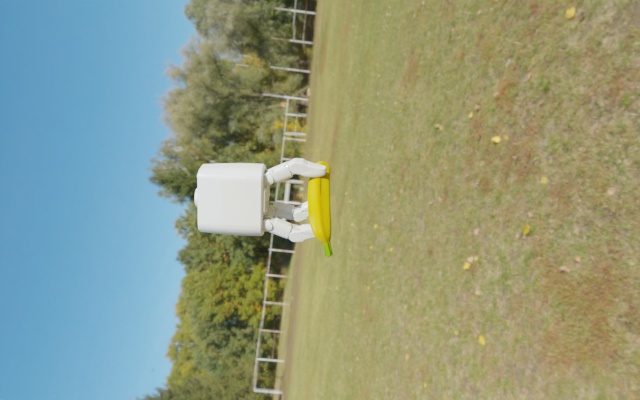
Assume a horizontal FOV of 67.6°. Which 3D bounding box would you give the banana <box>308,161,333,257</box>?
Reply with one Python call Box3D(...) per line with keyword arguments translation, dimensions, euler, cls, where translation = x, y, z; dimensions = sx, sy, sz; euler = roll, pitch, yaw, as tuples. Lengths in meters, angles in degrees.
Box3D(translation=(-0.001, -0.007, 0.787), dimensions=(0.037, 0.197, 0.070), euler=(-3, -40, 3), cls="banana")
